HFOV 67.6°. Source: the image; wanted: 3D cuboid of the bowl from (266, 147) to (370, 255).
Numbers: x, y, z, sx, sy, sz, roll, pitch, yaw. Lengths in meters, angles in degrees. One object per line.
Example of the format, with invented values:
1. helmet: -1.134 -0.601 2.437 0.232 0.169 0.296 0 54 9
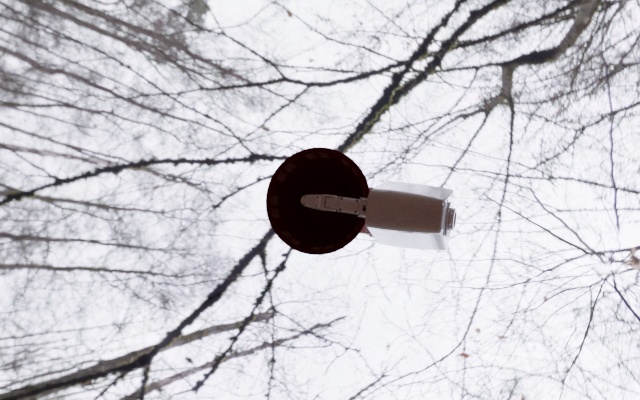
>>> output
1. bowl: -0.001 0.002 0.736 0.162 0.162 0.055 0 -5 14
